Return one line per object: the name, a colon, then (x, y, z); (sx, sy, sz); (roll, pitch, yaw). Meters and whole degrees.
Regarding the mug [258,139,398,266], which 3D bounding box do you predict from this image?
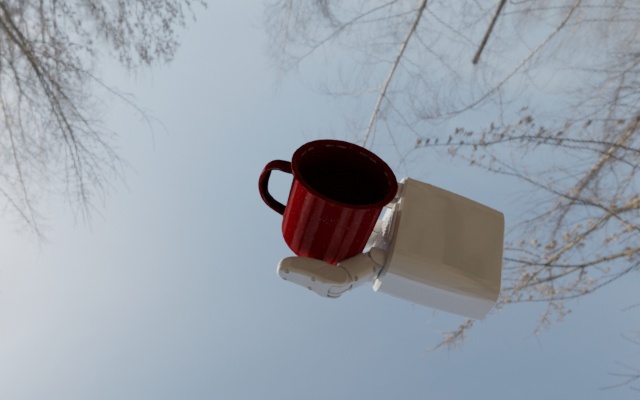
mug: (-0.001, 0.001, 0.426); (0.117, 0.082, 0.093); (18, 39, 0)
